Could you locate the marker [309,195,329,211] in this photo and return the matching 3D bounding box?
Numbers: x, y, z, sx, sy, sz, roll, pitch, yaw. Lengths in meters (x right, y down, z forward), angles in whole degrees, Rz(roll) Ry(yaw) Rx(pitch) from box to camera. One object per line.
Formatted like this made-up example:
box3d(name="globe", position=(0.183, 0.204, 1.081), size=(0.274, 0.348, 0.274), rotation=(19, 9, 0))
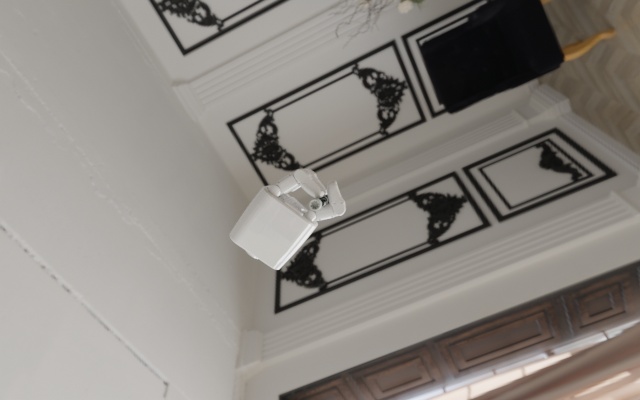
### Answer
box3d(name="marker", position=(0.000, 0.003, 0.795), size=(0.020, 0.020, 0.121), rotation=(0, 4, 9))
